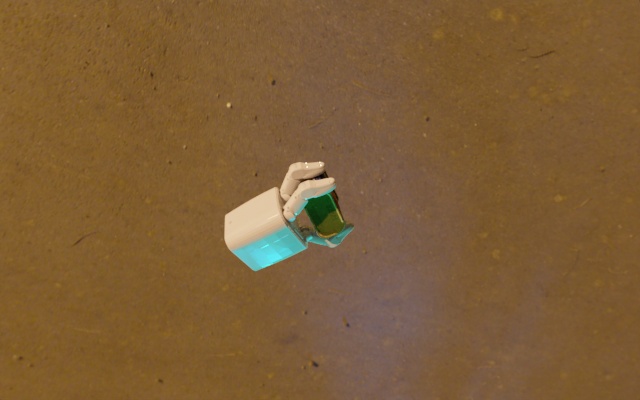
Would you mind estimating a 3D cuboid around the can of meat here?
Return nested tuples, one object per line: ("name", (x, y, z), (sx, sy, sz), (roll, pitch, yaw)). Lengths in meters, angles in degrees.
("can of meat", (0.000, 0.003, 0.823), (0.057, 0.102, 0.084), (-23, 34, 5))
